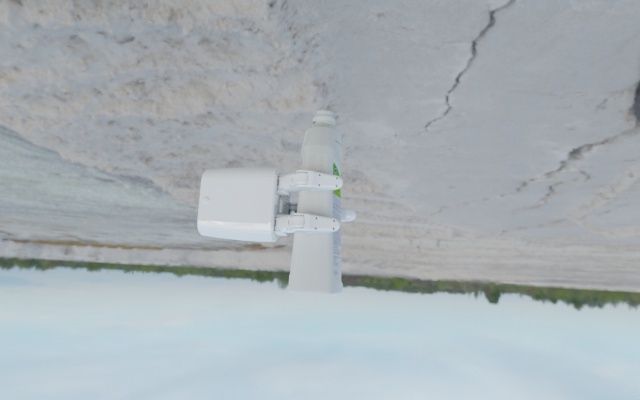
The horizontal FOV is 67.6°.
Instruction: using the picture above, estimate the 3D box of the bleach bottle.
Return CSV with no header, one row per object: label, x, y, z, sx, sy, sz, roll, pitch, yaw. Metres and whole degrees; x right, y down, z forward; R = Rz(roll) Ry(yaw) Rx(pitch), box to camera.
bleach bottle,0.000,0.002,0.663,0.068,0.250,0.102,2,-9,10
